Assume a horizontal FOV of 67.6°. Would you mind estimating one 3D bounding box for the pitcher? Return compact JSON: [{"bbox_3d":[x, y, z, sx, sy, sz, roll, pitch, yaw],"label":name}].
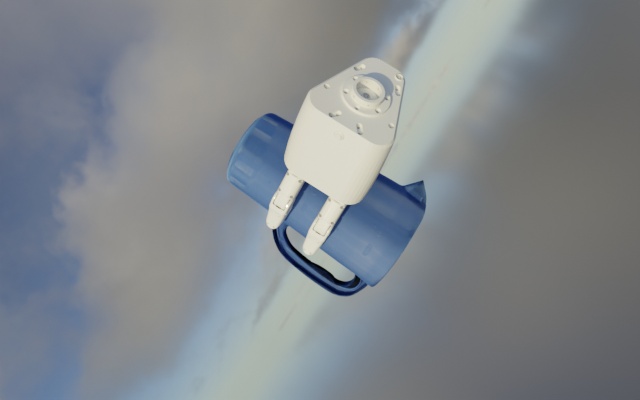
[{"bbox_3d":[0.000,0.002,0.619,0.243,0.149,0.145,33,-30,4],"label":"pitcher"}]
